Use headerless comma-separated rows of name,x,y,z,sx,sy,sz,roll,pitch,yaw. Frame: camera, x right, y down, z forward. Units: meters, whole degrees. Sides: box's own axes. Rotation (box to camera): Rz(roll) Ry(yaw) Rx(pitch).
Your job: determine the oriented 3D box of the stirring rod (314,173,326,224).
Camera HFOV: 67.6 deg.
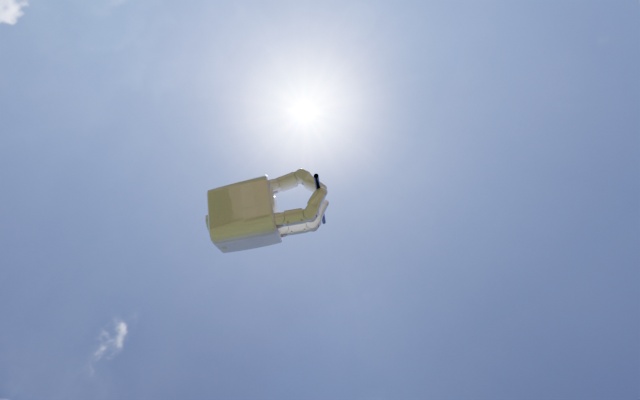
stirring rod,0.000,0.003,0.841,0.011,0.011,0.240,0,-20,3
